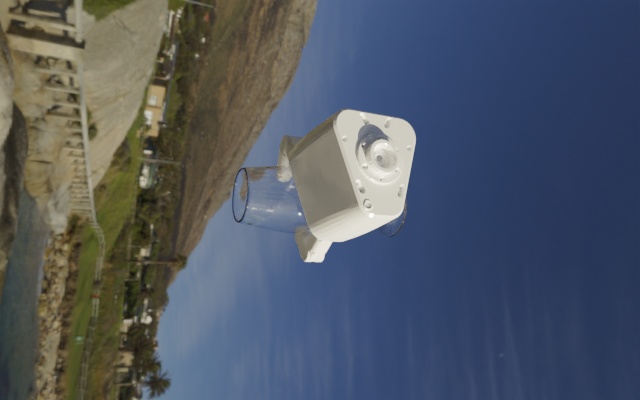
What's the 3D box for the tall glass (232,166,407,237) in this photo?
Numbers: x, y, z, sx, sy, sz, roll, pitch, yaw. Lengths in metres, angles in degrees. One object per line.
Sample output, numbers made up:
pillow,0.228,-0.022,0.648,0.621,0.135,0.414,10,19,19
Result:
tall glass,0.001,0.002,0.572,0.201,0.079,0.079,5,-2,-25
